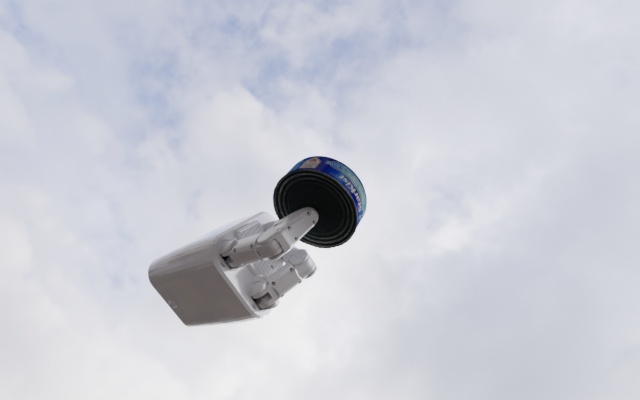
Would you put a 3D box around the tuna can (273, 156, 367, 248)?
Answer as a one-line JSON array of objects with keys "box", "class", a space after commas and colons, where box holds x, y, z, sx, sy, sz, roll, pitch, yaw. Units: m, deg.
[{"box": [0.000, 0.001, 0.456, 0.086, 0.086, 0.033, 0, 30, 27], "class": "tuna can"}]
